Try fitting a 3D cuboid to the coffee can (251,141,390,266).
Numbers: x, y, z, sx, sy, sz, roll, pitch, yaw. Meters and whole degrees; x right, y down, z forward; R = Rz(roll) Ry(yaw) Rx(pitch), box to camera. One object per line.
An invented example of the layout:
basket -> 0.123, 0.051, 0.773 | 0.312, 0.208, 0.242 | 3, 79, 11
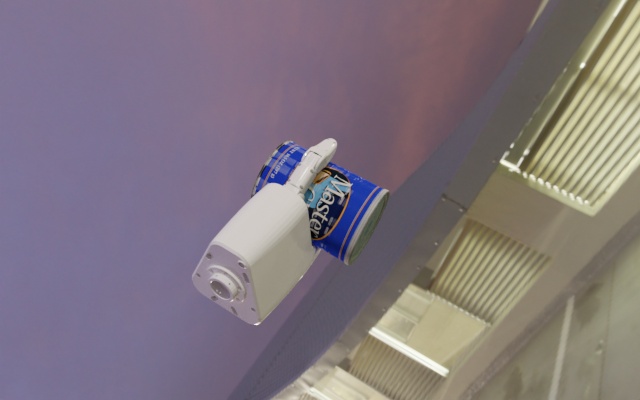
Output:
coffee can -> 0.000, 0.002, 0.592 | 0.140, 0.103, 0.103 | 28, 7, 14
